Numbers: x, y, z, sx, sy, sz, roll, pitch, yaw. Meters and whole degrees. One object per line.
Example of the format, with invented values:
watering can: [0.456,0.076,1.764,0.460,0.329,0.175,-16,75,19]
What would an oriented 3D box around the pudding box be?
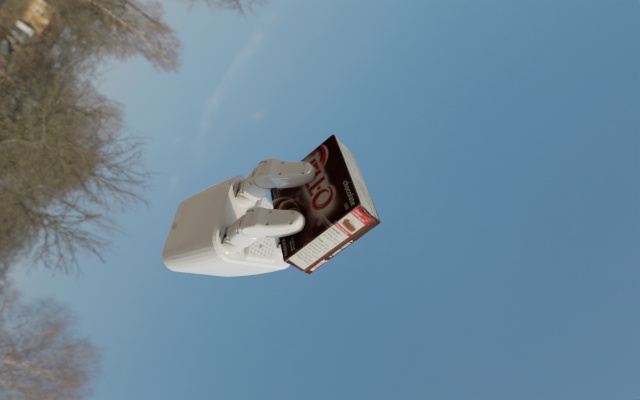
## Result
pudding box: [0.000,0.002,0.459,0.090,0.113,0.039,-39,-50,18]
